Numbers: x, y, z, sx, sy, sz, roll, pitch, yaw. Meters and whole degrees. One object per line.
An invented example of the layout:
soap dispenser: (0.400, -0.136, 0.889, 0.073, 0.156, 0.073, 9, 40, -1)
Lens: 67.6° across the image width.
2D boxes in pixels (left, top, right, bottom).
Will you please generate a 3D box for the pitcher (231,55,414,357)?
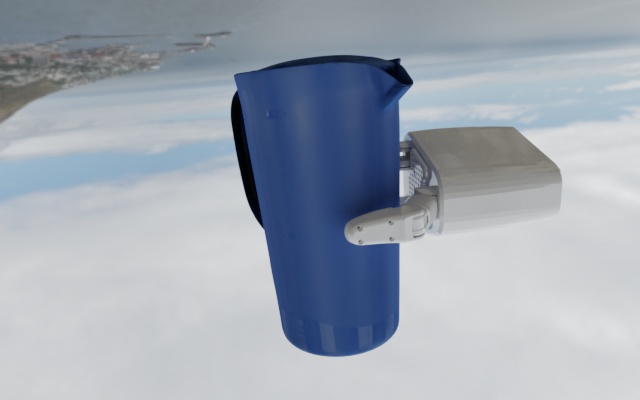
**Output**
pitcher: (0.000, 0.001, 0.418, 0.145, 0.243, 0.149, -6, 14, -5)
